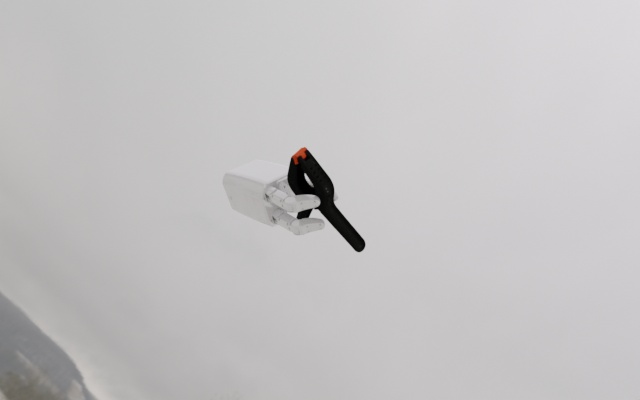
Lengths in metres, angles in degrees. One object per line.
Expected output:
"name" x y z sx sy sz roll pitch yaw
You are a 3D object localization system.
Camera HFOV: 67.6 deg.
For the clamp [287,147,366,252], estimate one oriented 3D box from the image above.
"clamp" 0.000 0.002 0.846 0.164 0.210 0.036 19 49 32
